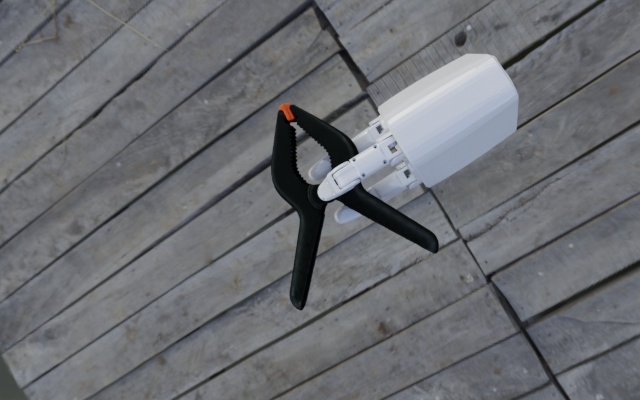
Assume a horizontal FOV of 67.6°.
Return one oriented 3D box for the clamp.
[{"bbox_3d":[0.000,0.001,0.496,0.164,0.210,0.036,-32,-3,9],"label":"clamp"}]
